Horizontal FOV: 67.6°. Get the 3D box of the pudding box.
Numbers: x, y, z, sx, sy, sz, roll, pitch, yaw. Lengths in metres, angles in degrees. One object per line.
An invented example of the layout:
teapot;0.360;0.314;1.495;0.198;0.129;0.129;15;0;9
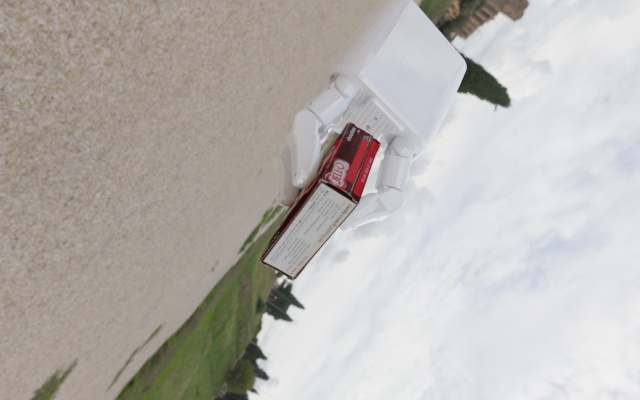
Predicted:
pudding box;0.000;0.001;0.400;0.039;0.113;0.090;32;40;-4
